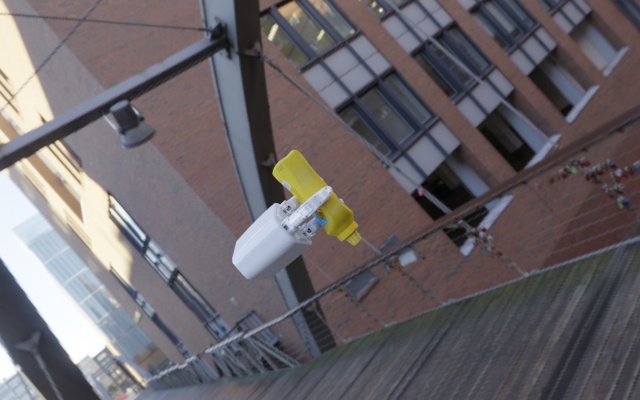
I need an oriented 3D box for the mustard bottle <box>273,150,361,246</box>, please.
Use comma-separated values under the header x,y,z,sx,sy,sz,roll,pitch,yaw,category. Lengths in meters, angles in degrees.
x,y,z,sx,sy,sz,roll,pitch,yaw,category
0.000,0.002,0.828,0.058,0.191,0.096,-42,-1,-14,mustard bottle
